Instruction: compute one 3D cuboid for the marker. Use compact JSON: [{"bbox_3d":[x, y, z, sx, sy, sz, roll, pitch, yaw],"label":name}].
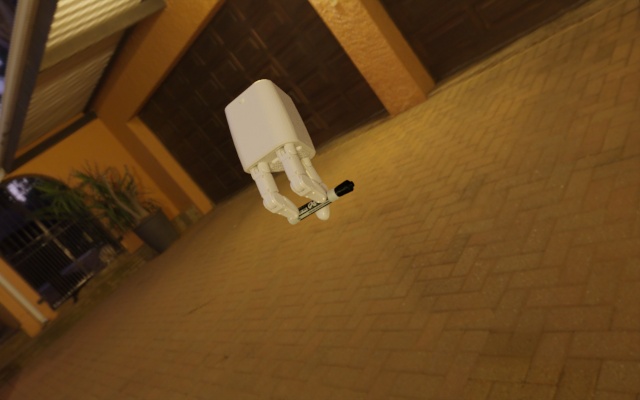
[{"bbox_3d":[0.000,0.002,0.703,0.121,0.020,0.020,-30,-16,30],"label":"marker"}]
